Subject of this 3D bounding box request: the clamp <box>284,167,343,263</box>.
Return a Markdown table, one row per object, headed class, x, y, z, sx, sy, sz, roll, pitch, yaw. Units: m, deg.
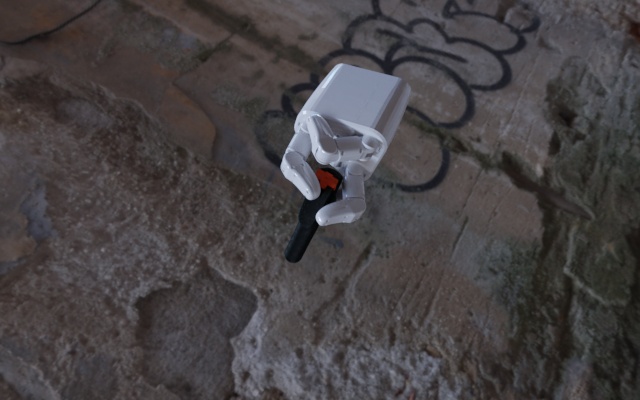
| class | x | y | z | sx | sy | sz | roll | pitch | yaw |
| --- | --- | --- | --- | --- | --- | --- | --- | --- | --- |
| clamp | 0.000 | 0.002 | 0.615 | 0.039 | 0.120 | 0.172 | 26 | -34 | 0 |
